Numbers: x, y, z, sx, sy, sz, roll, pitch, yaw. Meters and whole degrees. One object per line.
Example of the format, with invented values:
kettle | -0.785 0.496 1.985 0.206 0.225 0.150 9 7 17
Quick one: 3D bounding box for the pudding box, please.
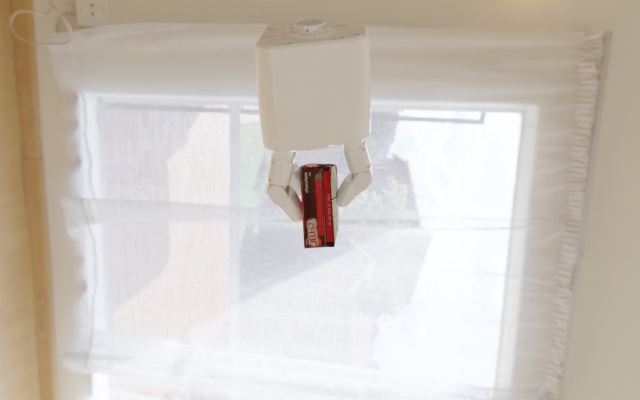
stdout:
pudding box | 0.000 0.002 0.562 0.039 0.090 0.113 -1 6 6
